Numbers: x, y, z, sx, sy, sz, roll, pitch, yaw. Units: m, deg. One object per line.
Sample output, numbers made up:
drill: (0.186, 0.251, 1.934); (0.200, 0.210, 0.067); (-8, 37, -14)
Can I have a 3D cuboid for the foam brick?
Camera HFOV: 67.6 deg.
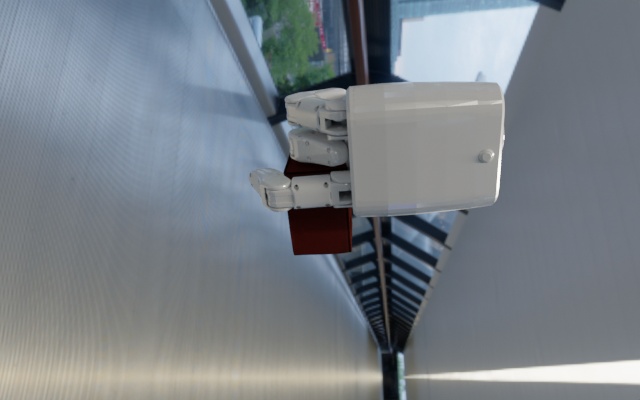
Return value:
foam brick: (0.000, 0.002, 0.410); (0.051, 0.078, 0.053); (-3, 25, 5)
